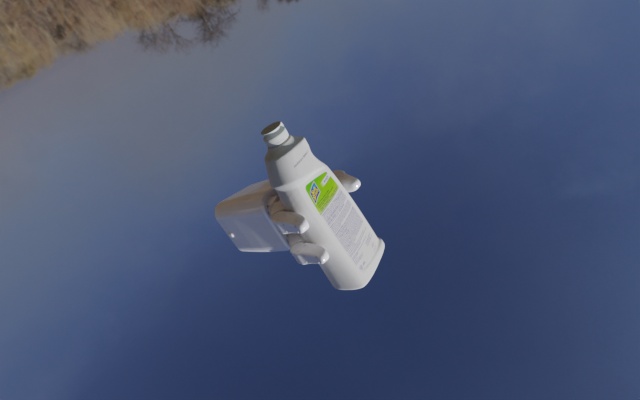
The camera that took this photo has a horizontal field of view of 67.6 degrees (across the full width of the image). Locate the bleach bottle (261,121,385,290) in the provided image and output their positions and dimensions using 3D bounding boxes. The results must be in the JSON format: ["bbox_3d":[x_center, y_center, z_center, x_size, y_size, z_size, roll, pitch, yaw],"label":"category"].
[{"bbox_3d":[0.000,0.002,0.643,0.068,0.251,0.102,-9,34,36],"label":"bleach bottle"}]
